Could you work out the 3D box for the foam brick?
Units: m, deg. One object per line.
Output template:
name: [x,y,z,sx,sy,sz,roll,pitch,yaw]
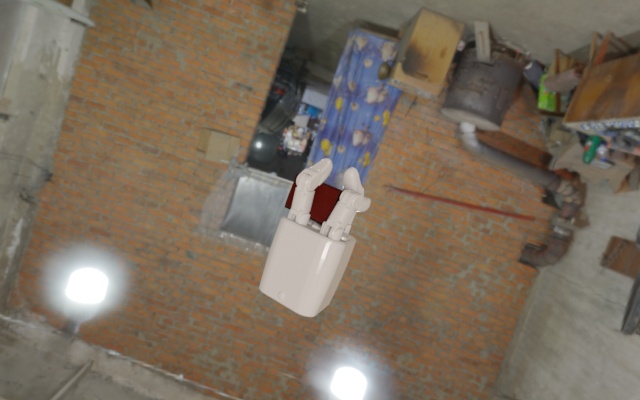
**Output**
foam brick: [0.000,0.002,0.660,0.078,0.051,0.053,23,5,31]
